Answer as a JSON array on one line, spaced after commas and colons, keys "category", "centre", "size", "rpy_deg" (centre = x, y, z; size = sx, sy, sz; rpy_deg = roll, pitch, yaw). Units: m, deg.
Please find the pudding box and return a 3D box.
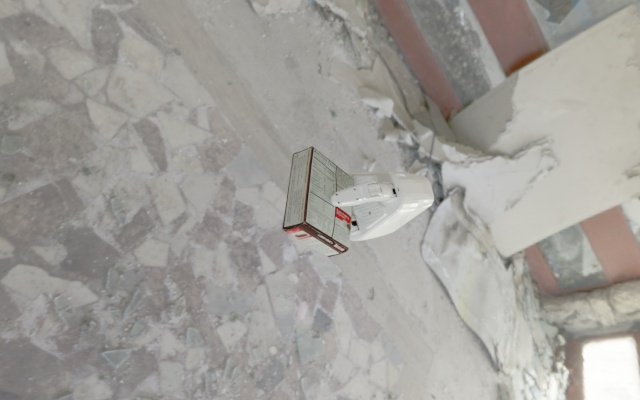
[{"category": "pudding box", "centre": [0.000, 0.002, 0.601], "size": [0.039, 0.113, 0.090], "rpy_deg": [-21, -39, 35]}]
